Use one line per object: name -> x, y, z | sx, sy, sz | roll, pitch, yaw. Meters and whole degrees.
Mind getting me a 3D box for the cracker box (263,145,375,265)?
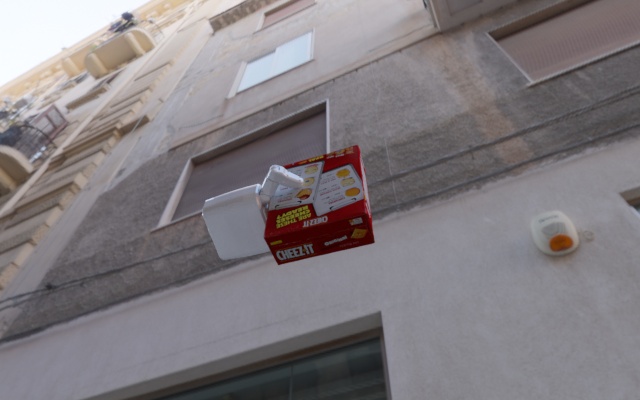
cracker box -> 0.000, 0.002, 0.814 | 0.164, 0.072, 0.213 | -15, 34, 10
